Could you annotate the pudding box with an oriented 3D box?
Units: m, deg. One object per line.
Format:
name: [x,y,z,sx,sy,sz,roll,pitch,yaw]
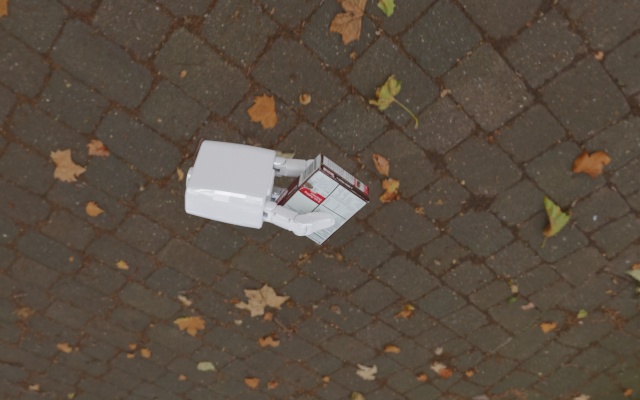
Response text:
pudding box: [0.000,0.002,0.673,0.090,0.039,0.113,33,-55,-20]
